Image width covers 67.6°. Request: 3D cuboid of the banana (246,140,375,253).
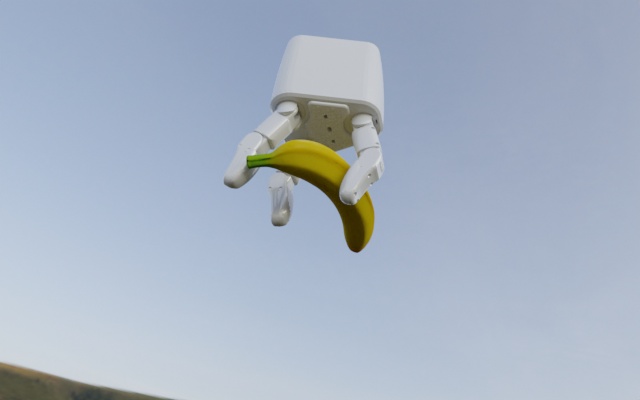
[{"bbox_3d":[0.014,-0.006,0.486,0.069,0.037,0.198,-20,-42,28],"label":"banana"}]
